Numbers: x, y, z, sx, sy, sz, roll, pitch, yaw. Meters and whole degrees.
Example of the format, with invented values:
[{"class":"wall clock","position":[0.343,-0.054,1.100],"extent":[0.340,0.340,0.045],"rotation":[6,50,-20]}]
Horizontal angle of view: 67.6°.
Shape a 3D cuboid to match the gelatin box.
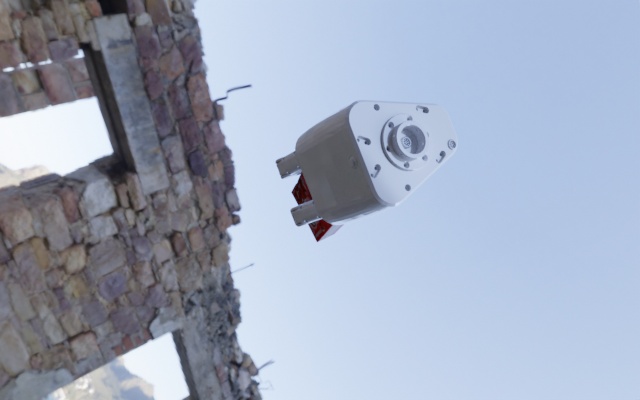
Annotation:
[{"class":"gelatin box","position":[0.000,0.002,0.562],"extent":[0.030,0.073,0.089],"rotation":[-24,-12,-21]}]
